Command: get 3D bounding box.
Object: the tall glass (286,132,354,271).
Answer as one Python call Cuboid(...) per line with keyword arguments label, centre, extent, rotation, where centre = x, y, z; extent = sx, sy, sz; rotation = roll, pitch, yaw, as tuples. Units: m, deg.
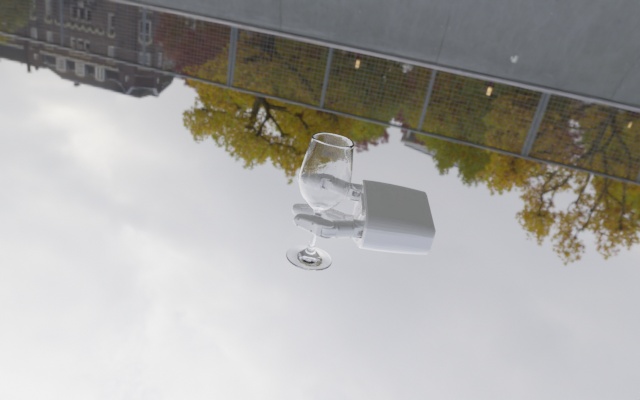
Cuboid(label="tall glass", centre=(0.000, 0.003, 0.720), extent=(0.079, 0.201, 0.079), rotation=(9, 24, -4))
